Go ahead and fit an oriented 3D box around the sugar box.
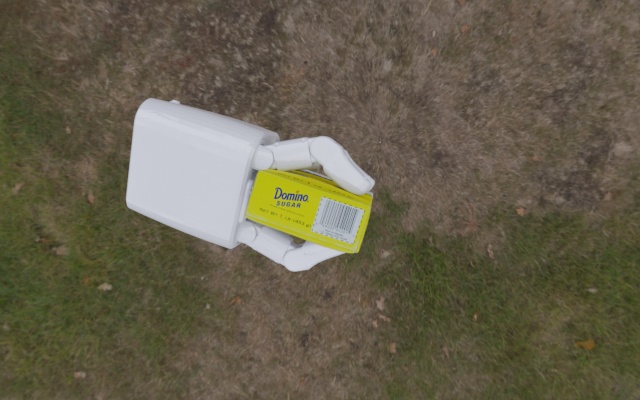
[{"bbox_3d":[0.000,0.001,0.445,0.093,0.048,0.176,19,9,4],"label":"sugar box"}]
